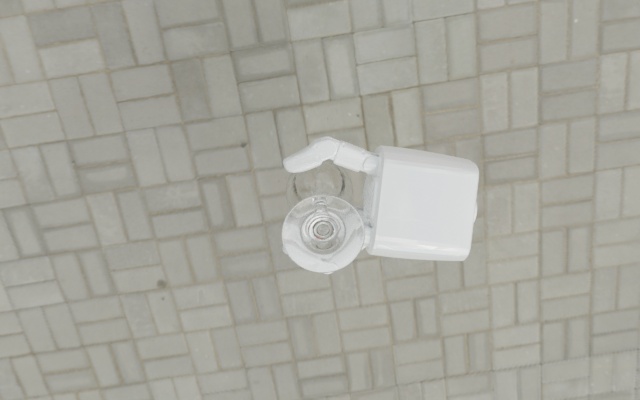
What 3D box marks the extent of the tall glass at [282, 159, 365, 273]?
[{"bbox_3d":[0.000,0.002,0.516,0.079,0.079,0.201,0,17,-2],"label":"tall glass"}]
